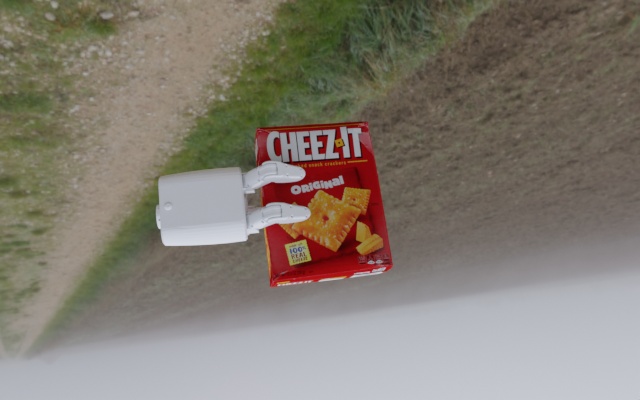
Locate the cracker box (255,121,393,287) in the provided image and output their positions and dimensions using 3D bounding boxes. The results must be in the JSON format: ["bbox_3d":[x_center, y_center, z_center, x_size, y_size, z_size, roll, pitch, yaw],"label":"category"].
[{"bbox_3d":[0.000,0.002,0.663,0.164,0.213,0.072,-5,-15,-11],"label":"cracker box"}]
